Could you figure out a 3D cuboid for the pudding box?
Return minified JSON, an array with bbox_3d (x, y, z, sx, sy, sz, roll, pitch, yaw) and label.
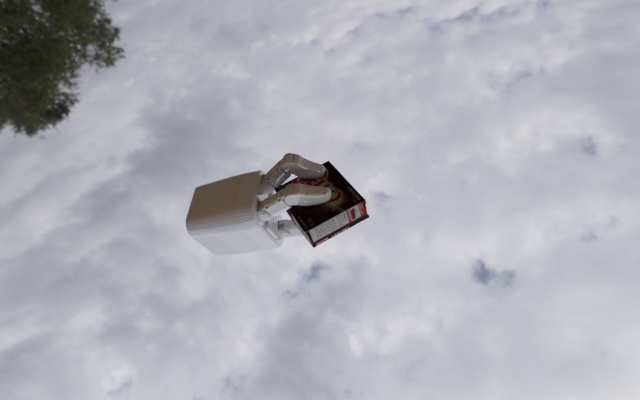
[{"bbox_3d":[0.000,0.002,0.651,0.090,0.039,0.113,-29,43,-9],"label":"pudding box"}]
